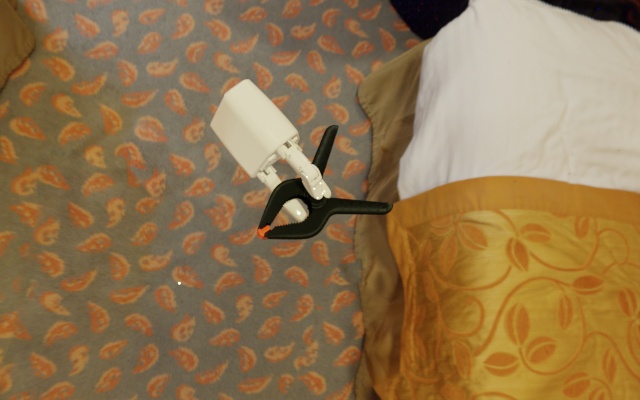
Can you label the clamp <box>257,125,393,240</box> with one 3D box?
[{"bbox_3d":[0.000,0.002,0.724,0.210,0.164,0.036,-41,-3,-18],"label":"clamp"}]
